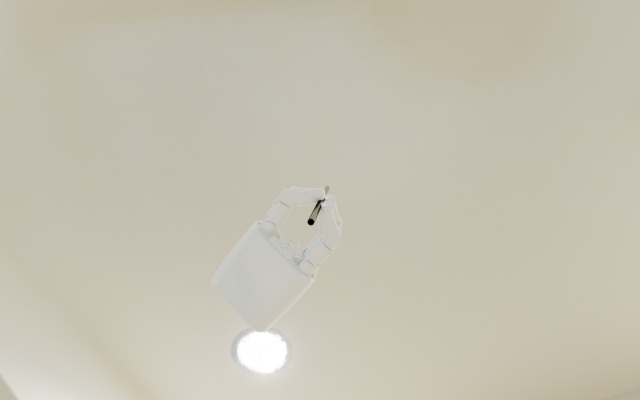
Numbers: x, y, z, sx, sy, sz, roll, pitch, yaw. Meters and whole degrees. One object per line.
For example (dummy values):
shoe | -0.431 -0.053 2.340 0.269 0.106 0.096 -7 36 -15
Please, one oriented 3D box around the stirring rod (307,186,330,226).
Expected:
stirring rod | 0.000 0.002 0.634 0.011 0.011 0.239 0 10 5
